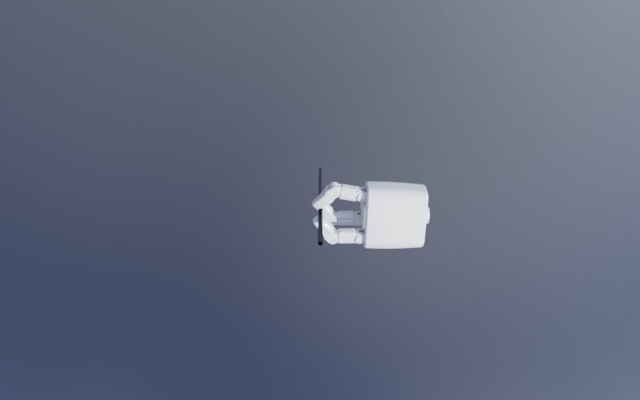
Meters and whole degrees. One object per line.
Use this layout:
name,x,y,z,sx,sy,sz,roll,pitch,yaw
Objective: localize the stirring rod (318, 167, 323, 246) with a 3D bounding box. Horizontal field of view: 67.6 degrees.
stirring rod,0.000,0.003,0.862,0.011,0.011,0.239,0,33,0
